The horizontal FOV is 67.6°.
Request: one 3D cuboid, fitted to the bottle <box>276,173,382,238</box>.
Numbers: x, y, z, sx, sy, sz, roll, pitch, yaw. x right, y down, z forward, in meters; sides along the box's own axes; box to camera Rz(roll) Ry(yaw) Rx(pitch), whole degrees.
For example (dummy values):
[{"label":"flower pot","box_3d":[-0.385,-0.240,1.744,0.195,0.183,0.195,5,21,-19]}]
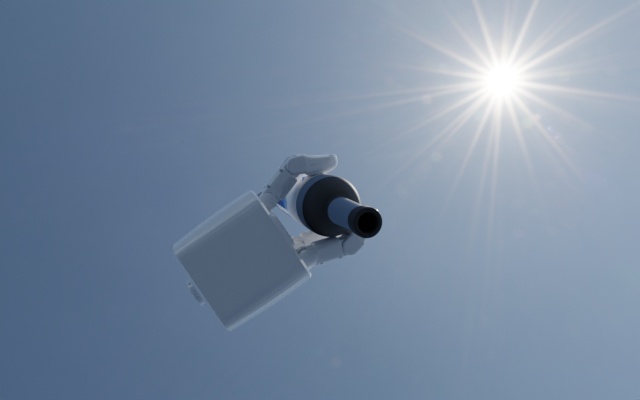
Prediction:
[{"label":"bottle","box_3d":[0.000,0.002,0.548,0.069,0.069,0.295,0,7,-16]}]
